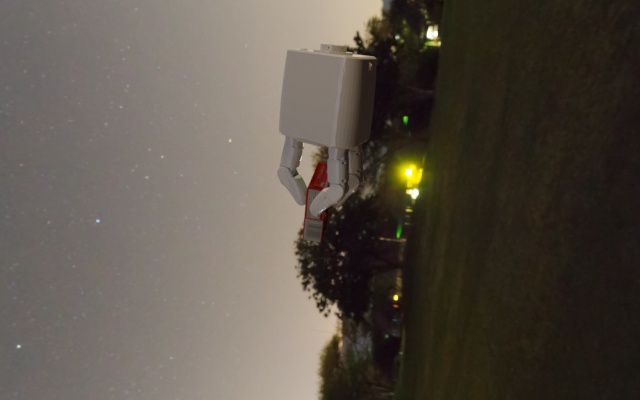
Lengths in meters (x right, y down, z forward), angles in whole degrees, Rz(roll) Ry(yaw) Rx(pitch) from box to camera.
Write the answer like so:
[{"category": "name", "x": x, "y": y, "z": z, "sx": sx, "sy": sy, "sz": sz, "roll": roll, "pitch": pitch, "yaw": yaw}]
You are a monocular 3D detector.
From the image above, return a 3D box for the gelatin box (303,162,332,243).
[{"category": "gelatin box", "x": 0.000, "y": 0.002, "z": 0.665, "sx": 0.030, "sy": 0.089, "sz": 0.073, "roll": 11, "pitch": 32, "yaw": 7}]
